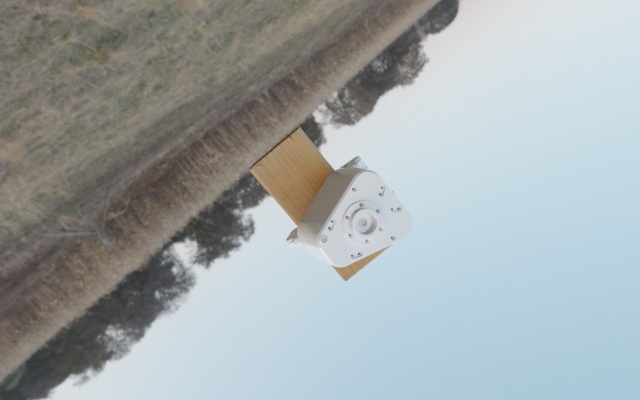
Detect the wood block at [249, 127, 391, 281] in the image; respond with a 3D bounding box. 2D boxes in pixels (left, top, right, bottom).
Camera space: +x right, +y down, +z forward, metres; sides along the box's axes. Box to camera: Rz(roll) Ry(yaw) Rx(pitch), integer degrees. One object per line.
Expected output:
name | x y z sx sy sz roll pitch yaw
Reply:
wood block | 0.000 0.003 0.690 0.091 0.206 0.090 -39 10 2
